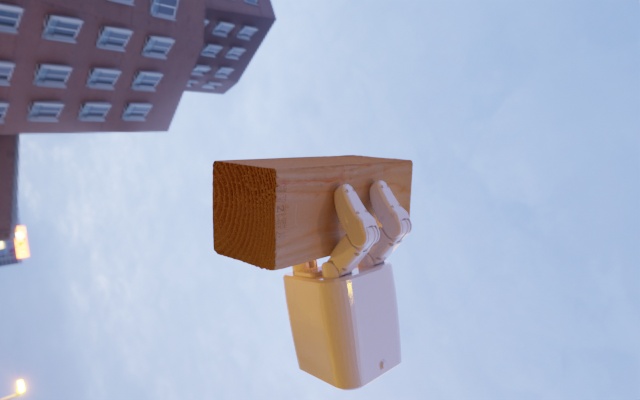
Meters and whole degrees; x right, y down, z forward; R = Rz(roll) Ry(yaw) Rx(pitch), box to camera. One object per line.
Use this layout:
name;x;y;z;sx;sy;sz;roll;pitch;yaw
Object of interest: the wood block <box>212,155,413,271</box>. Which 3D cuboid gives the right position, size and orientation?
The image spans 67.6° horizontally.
wood block;0.000;0.002;0.494;0.091;0.090;0.206;9;11;42
